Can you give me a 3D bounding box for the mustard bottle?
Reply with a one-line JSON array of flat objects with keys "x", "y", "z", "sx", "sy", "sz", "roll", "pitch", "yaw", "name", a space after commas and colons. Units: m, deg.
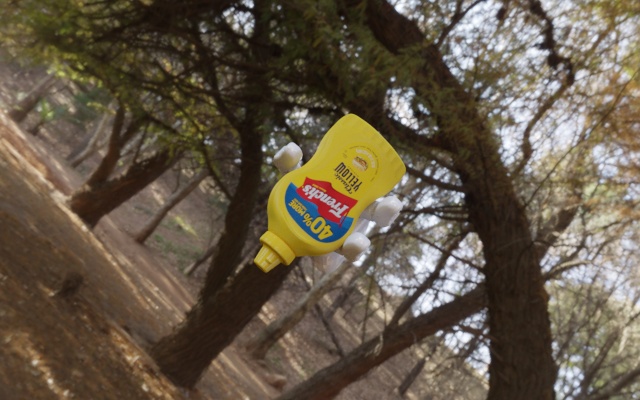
[{"x": 0.000, "y": 0.001, "z": 0.518, "sx": 0.191, "sy": 0.096, "sz": 0.058, "roll": -47, "pitch": 8, "yaw": -16, "name": "mustard bottle"}]
